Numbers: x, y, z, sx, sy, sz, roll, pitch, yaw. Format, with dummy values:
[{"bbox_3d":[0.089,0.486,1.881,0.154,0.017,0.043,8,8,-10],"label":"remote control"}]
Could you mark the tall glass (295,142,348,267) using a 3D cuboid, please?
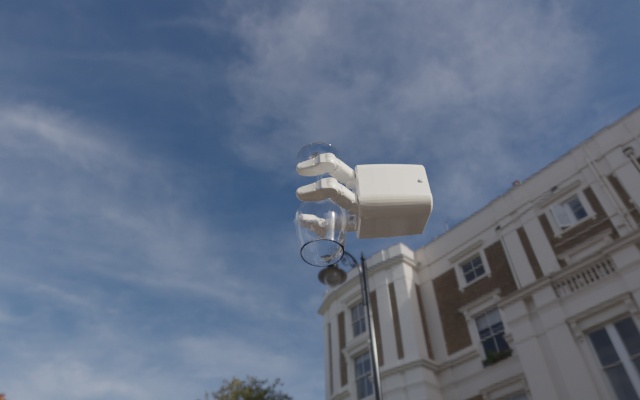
[{"bbox_3d":[0.000,0.002,0.731,0.079,0.200,0.079,-1,-44,-1],"label":"tall glass"}]
